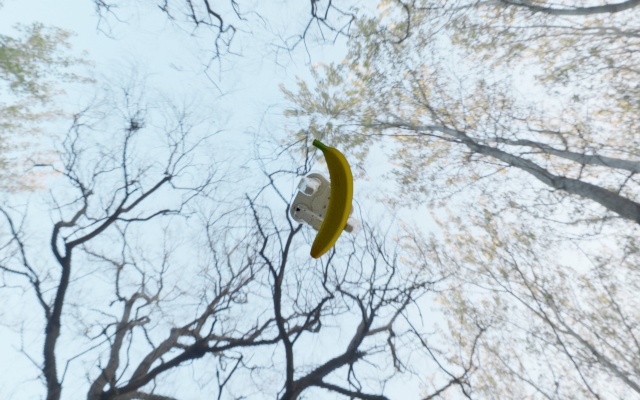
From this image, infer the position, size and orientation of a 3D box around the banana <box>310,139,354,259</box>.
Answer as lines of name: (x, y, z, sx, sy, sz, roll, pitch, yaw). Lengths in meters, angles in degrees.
banana: (0.019, 0.000, 0.778, 0.069, 0.198, 0.037, 1, 10, 0)
